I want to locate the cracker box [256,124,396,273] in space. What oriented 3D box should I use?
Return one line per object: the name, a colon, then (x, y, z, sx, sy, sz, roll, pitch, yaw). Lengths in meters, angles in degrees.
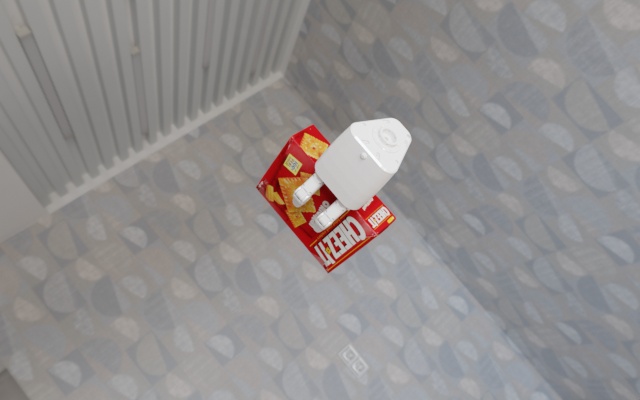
cracker box: (0.000, 0.003, 0.834, 0.072, 0.213, 0.164, -36, -7, -42)
